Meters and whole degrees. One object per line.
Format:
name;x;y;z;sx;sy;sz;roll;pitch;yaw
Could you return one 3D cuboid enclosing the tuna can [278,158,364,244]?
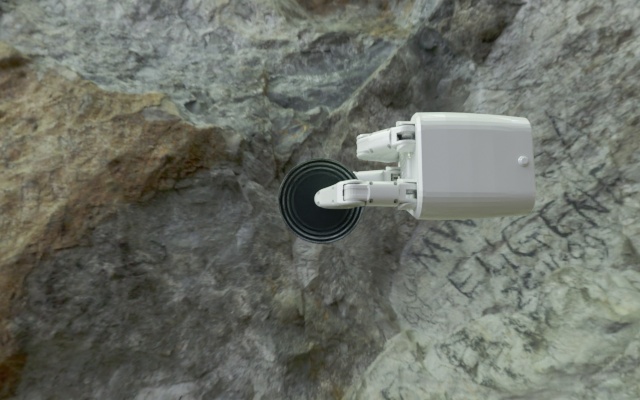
tuna can;0.000;0.002;0.488;0.086;0.086;0.034;0;-6;-3
